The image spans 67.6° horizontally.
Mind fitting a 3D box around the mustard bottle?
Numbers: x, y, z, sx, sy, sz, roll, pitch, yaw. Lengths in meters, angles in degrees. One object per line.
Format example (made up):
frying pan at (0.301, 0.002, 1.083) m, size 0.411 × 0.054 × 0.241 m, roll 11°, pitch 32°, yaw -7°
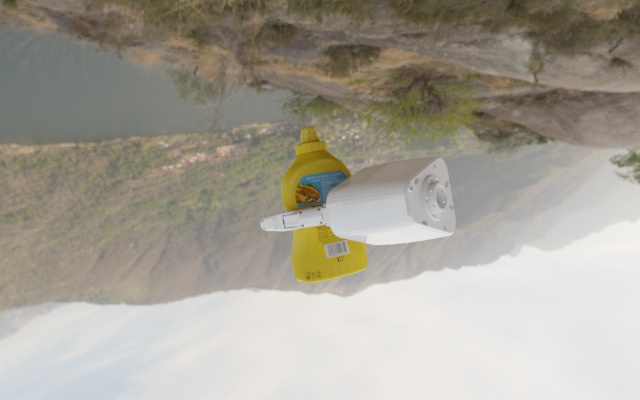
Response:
mustard bottle at (0.000, 0.002, 0.609) m, size 0.096 × 0.191 × 0.058 m, roll -9°, pitch 0°, yaw -25°
